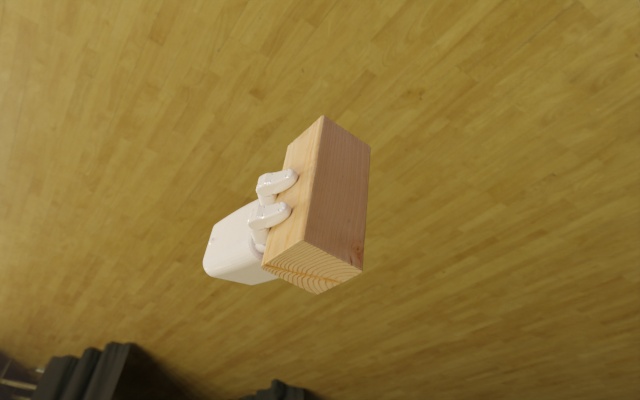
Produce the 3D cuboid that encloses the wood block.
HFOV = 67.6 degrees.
[{"bbox_3d":[0.000,0.002,0.623,0.091,0.206,0.090,30,-44,-25],"label":"wood block"}]
